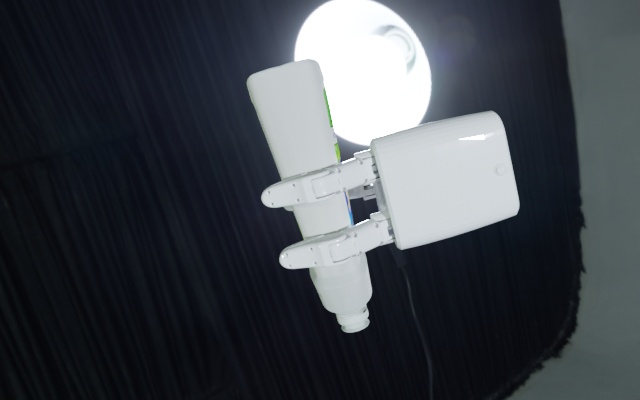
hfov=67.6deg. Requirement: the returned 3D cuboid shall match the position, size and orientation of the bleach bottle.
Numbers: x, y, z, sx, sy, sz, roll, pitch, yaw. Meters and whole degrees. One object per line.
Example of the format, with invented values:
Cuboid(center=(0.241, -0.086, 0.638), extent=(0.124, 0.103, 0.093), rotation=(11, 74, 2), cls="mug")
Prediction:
Cuboid(center=(0.000, 0.001, 0.450), extent=(0.068, 0.251, 0.102), rotation=(-15, 11, 3), cls="bleach bottle")
